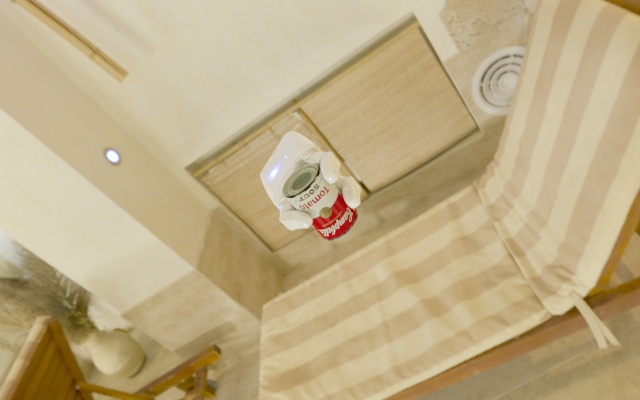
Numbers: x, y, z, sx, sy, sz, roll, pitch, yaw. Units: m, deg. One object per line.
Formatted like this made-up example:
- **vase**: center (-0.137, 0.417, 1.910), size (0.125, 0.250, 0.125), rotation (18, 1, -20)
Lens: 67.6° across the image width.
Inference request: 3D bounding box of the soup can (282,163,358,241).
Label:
- **soup can**: center (0.000, 0.002, 0.708), size (0.068, 0.068, 0.102), rotation (0, -41, 50)
